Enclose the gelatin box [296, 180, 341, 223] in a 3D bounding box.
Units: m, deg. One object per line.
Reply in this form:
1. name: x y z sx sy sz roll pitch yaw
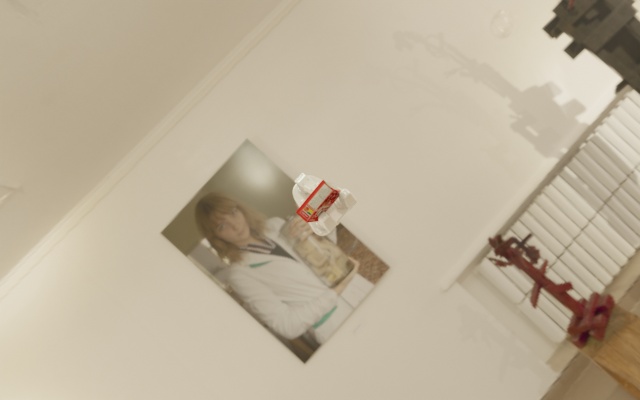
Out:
1. gelatin box: 0.000 0.002 0.832 0.030 0.073 0.089 42 7 10
